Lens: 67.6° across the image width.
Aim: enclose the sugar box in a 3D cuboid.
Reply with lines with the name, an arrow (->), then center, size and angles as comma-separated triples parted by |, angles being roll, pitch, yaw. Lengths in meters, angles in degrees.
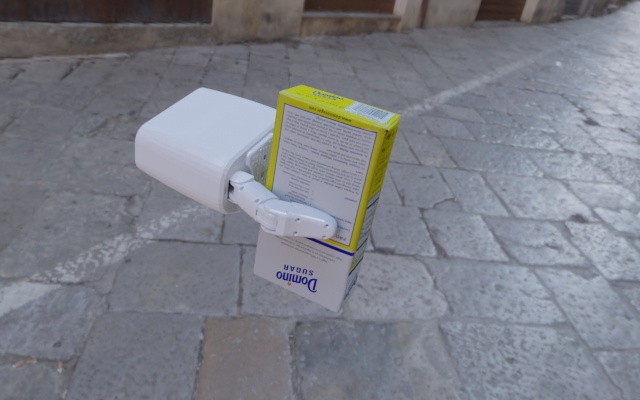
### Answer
sugar box -> 0.000, 0.001, 0.410 | 0.093, 0.176, 0.048 | 22, 31, 18
